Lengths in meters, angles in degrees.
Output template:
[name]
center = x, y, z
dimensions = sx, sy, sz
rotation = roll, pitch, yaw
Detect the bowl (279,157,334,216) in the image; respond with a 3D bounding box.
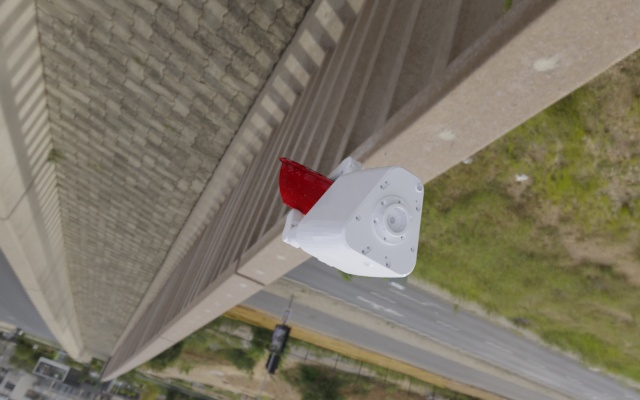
[bowl]
center = 0.000, 0.003, 0.672
dimensions = 0.162, 0.055, 0.162
rotation = 29, -3, 1
